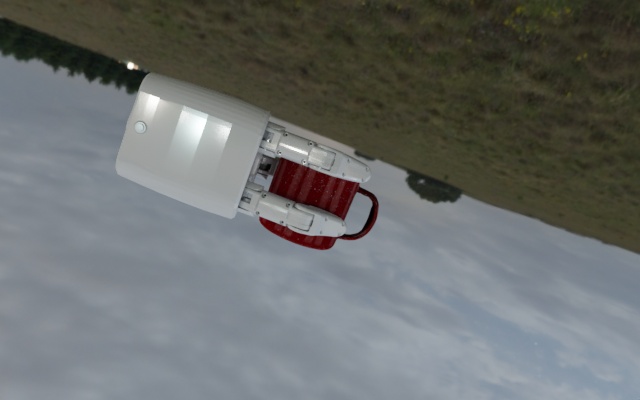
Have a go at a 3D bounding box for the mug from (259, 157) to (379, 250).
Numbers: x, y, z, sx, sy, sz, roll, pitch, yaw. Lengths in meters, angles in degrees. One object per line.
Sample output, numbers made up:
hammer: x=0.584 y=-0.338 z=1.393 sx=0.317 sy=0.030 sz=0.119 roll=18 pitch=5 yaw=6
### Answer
mug: x=0.001 y=0.002 z=0.478 sx=0.117 sy=0.081 sz=0.093 roll=21 pitch=8 yaw=-5
